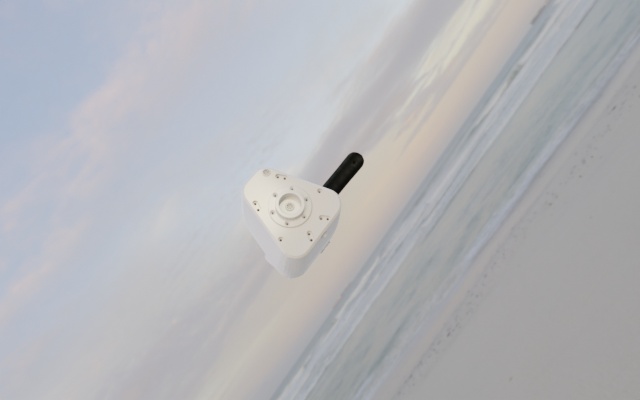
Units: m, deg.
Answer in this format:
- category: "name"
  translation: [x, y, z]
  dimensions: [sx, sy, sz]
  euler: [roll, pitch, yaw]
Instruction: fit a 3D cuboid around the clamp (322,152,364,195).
- category: "clamp"
  translation: [0.000, 0.002, 0.668]
  dimensions: [0.039, 0.171, 0.120]
  euler: [36, -19, 5]
